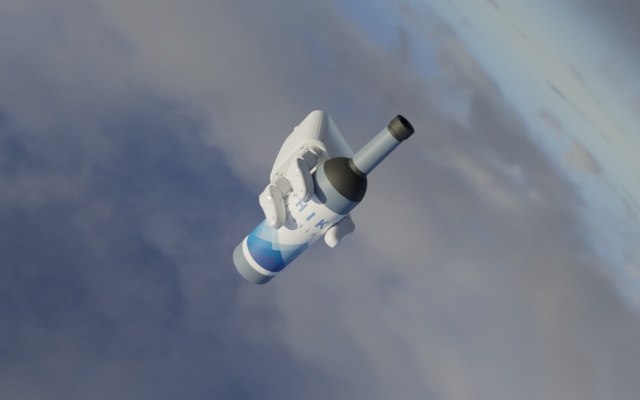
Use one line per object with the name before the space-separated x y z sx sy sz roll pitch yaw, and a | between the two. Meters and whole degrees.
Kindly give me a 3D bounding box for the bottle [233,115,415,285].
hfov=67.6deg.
bottle | 0.000 0.002 0.599 0.296 0.069 0.069 -43 -24 29
